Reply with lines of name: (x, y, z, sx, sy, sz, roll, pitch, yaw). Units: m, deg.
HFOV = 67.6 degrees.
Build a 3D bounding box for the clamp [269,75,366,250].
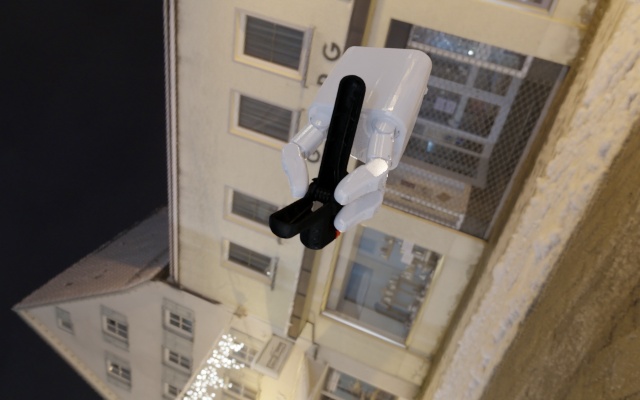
clamp: (-0.001, 0.001, 0.479, 0.036, 0.164, 0.210, 22, -29, 13)
